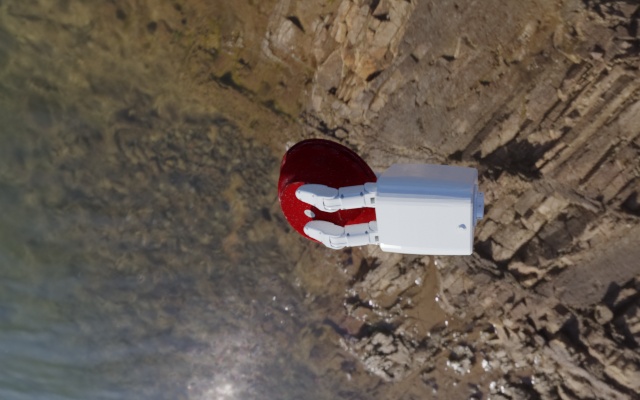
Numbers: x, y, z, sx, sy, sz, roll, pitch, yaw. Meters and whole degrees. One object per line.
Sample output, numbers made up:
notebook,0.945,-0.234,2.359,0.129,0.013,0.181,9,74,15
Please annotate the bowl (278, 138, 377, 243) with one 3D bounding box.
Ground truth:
bowl,-0.001,0.002,0.631,0.162,0.162,0.055,0,31,36
